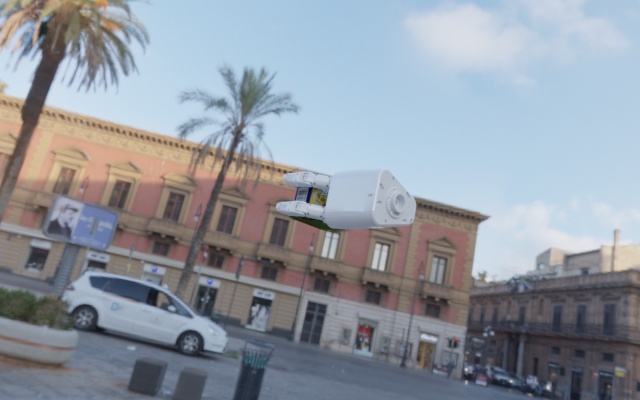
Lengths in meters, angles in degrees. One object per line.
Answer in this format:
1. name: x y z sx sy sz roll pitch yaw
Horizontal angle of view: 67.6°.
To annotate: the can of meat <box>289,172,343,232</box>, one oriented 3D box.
1. can of meat: 0.000 0.003 0.866 0.102 0.084 0.057 23 -17 -36
